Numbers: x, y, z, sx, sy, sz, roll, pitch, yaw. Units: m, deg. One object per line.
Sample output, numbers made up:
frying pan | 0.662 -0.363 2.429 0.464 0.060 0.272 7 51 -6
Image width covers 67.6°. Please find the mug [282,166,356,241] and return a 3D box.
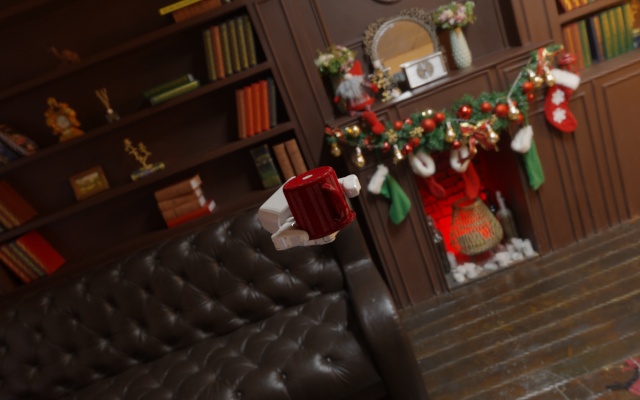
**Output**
mug | 0.001 0.002 0.692 0.093 0.081 0.117 -29 16 -23
